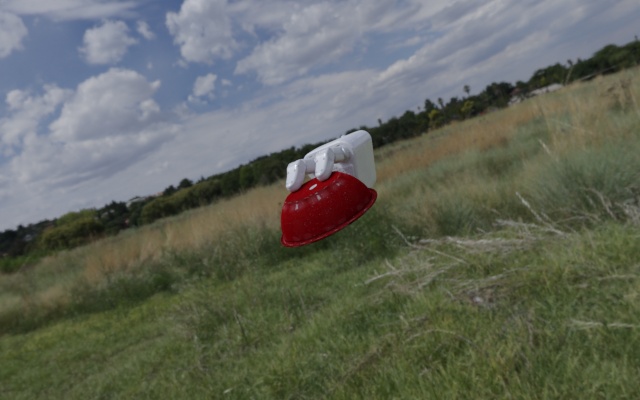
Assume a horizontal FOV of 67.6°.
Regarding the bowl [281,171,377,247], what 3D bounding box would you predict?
[{"bbox_3d":[0.000,0.002,0.705,0.162,0.055,0.162,-26,16,8],"label":"bowl"}]
